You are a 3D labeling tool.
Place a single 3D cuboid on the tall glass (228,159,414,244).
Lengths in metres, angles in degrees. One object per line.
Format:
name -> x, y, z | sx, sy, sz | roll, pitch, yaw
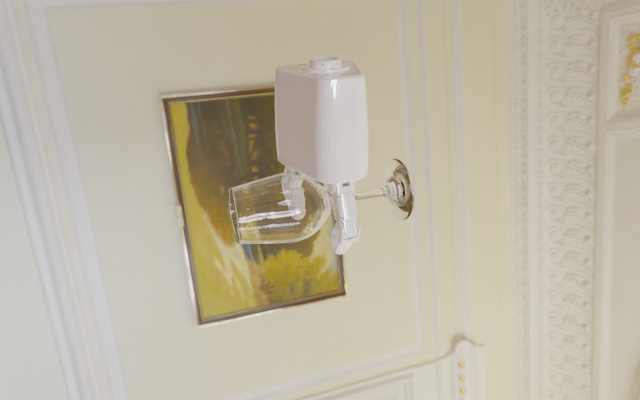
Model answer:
tall glass -> 0.001, 0.002, 0.544 | 0.201, 0.079, 0.079 | -10, 3, -16
